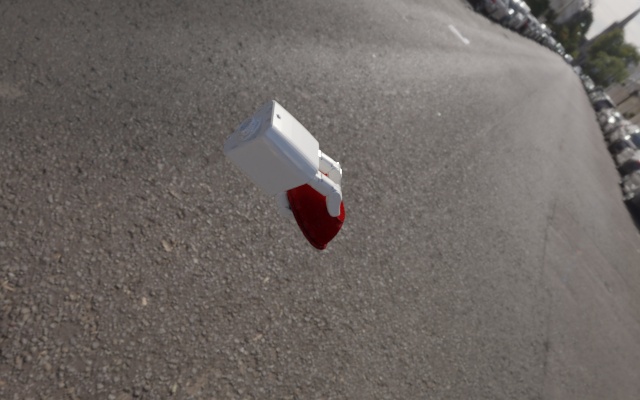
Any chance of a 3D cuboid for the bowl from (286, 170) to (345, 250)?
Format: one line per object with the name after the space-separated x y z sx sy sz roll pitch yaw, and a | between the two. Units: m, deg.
0.001 0.003 0.841 0.055 0.162 0.162 -21 -6 17 | bowl
